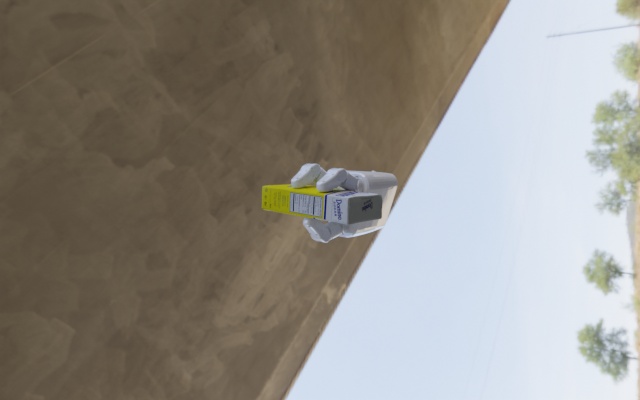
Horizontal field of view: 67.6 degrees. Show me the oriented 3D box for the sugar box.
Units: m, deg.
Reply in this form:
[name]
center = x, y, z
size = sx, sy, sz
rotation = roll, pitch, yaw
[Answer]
[sugar box]
center = 0.000, 0.002, 0.754
size = 0.176, 0.048, 0.093
rotation = 5, 7, 38
